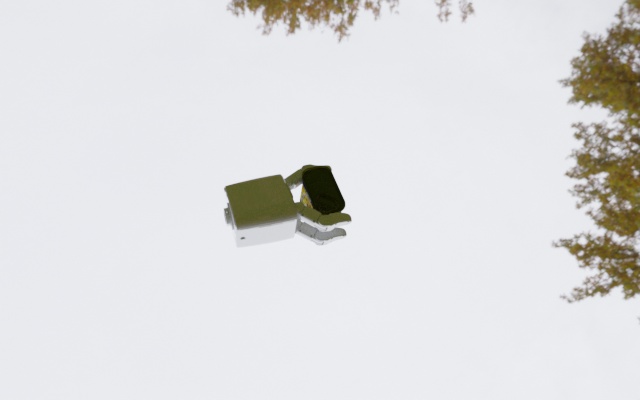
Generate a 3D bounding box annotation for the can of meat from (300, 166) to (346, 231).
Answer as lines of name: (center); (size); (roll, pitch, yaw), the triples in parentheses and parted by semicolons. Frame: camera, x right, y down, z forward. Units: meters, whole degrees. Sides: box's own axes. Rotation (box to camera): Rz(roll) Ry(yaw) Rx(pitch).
can of meat: (0.000, 0.003, 0.870); (0.057, 0.102, 0.084); (-14, -30, -17)
